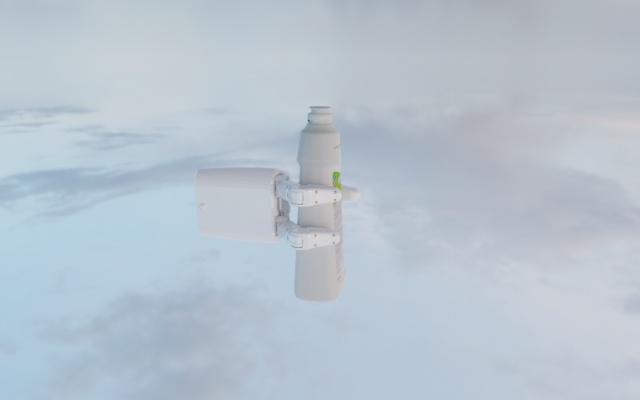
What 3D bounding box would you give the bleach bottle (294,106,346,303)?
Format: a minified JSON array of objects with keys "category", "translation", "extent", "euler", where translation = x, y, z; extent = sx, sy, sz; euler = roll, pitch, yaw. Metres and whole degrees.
[{"category":"bleach bottle","translation":[0.000,0.002,0.634],"extent":[0.068,0.251,0.102],"euler":[3,17,9]}]
